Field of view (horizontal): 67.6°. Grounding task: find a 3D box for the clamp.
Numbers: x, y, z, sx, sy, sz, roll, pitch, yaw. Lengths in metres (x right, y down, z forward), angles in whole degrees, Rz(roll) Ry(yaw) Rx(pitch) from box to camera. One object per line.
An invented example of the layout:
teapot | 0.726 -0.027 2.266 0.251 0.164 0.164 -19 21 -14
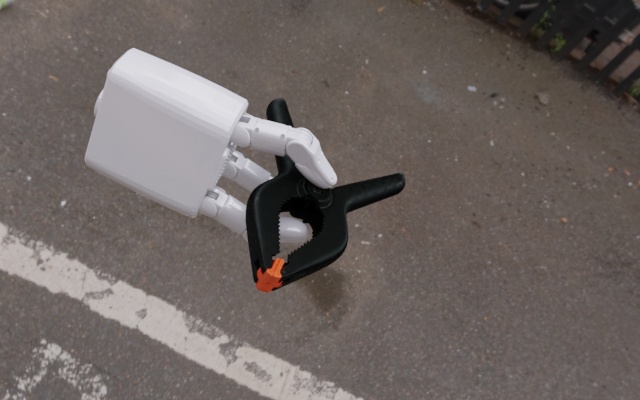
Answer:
clamp | 0.000 0.001 0.440 0.164 0.209 0.036 26 -45 -9
